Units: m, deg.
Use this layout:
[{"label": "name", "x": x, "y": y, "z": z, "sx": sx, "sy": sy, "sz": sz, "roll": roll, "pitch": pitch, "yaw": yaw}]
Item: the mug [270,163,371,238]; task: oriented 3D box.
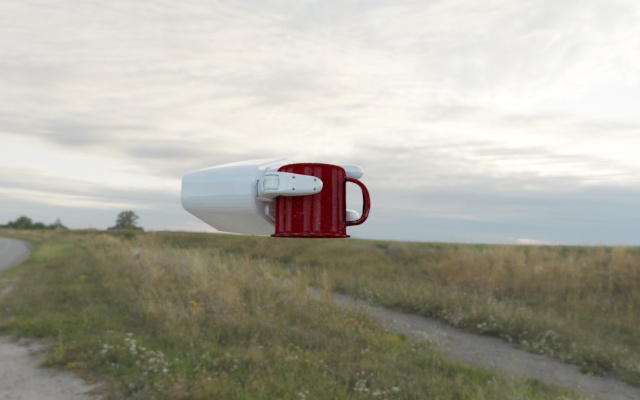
[{"label": "mug", "x": 0.001, "y": 0.002, "z": 0.550, "sx": 0.117, "sy": 0.081, "sz": 0.093, "roll": -2, "pitch": -6, "yaw": 22}]
